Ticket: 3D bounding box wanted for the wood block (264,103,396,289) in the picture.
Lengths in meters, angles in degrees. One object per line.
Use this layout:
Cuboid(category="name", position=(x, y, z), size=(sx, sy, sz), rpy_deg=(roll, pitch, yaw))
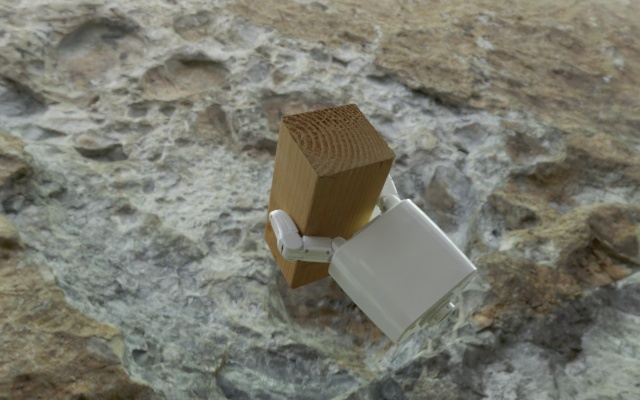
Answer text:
Cuboid(category="wood block", position=(0.000, 0.002, 0.551), size=(0.091, 0.090, 0.206), rpy_deg=(-16, -35, -25))
